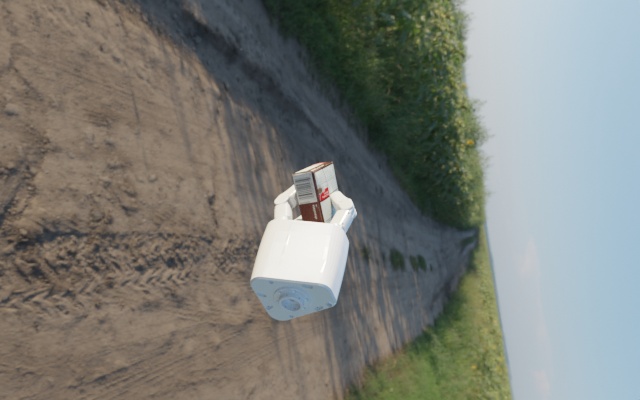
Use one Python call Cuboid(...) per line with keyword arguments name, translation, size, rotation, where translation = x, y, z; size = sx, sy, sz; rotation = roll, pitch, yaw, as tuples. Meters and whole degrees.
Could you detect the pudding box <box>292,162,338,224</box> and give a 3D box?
Cuboid(name="pudding box", translation=(0.000, 0.002, 0.741), size=(0.039, 0.113, 0.090), rotation=(-7, 11, 22))
